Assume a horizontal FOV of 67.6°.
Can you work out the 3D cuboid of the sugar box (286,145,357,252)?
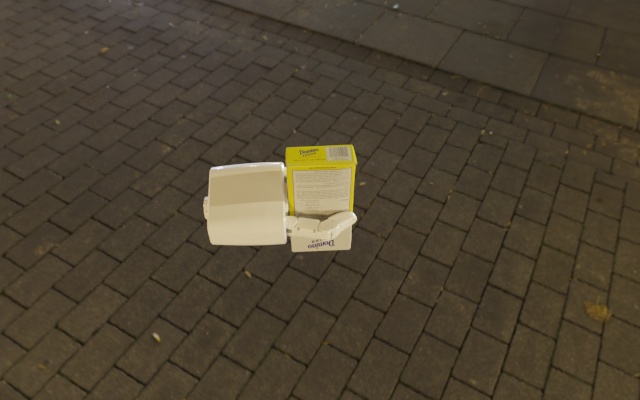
[{"bbox_3d":[0.000,0.002,0.688,0.093,0.048,0.176,-2,-43,-3],"label":"sugar box"}]
